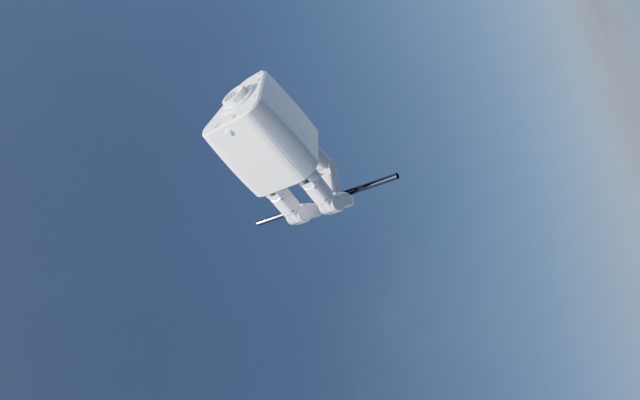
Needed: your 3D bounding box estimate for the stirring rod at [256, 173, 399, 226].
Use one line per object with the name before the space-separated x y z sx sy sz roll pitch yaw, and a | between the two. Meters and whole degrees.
stirring rod | 0.000 0.002 0.651 0.239 0.011 0.011 -19 -11 34
